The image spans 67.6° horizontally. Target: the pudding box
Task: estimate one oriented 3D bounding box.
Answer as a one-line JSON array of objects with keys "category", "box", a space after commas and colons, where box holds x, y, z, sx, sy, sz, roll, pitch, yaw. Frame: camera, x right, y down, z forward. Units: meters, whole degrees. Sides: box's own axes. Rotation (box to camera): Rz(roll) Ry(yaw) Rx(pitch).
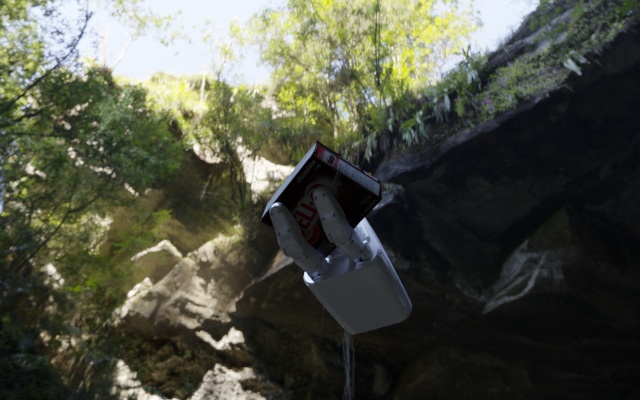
[{"category": "pudding box", "box": [0.000, 0.002, 0.530, 0.090, 0.113, 0.039, 31, 33, -14]}]
